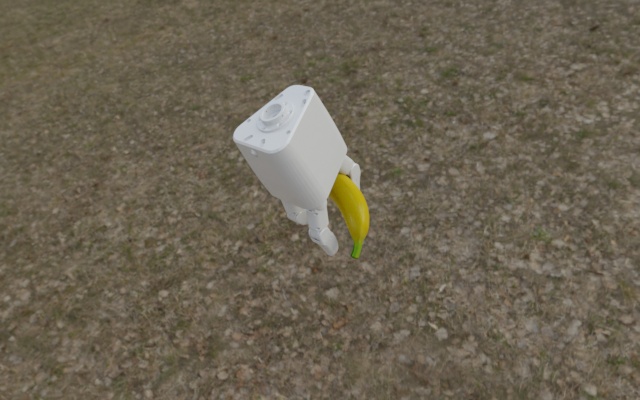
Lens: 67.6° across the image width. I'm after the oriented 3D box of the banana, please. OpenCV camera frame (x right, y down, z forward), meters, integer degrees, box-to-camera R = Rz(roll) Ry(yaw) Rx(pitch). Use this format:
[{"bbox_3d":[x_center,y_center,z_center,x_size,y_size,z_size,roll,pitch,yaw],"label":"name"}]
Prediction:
[{"bbox_3d":[0.015,-0.009,0.671,0.037,0.069,0.197,37,11,-48],"label":"banana"}]
